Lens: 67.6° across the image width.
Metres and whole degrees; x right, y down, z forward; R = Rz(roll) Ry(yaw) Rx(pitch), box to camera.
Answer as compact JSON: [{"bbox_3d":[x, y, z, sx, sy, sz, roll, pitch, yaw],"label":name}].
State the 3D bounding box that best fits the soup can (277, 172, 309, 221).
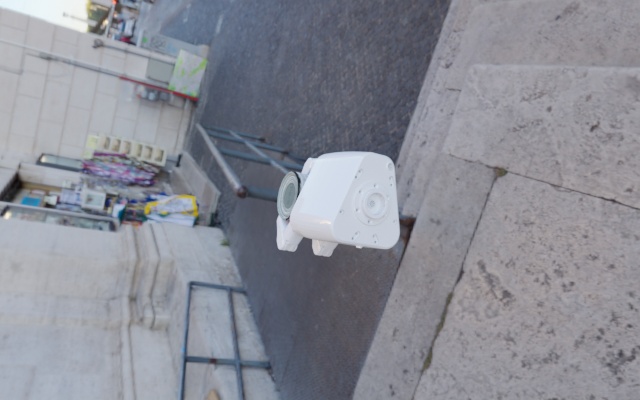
[{"bbox_3d":[0.000,0.002,0.656,0.102,0.068,0.068,11,-5,-27],"label":"soup can"}]
